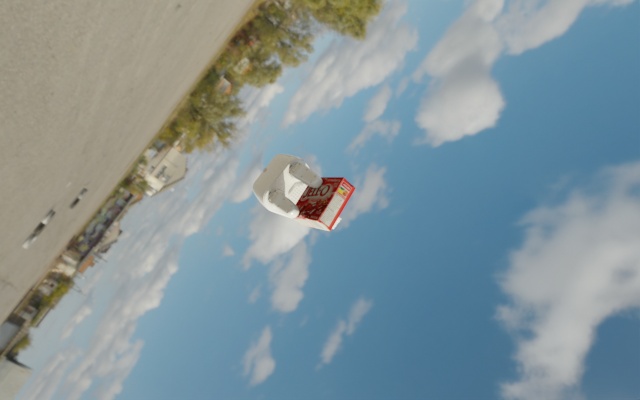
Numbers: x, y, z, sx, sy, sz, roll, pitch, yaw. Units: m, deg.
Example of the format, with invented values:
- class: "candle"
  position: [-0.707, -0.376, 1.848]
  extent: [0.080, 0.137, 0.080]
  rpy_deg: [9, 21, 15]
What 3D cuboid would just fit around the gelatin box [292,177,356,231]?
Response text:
- class: "gelatin box"
  position: [0.001, 0.003, 0.689]
  extent: [0.030, 0.073, 0.089]
  rpy_deg: [39, -16, -27]
